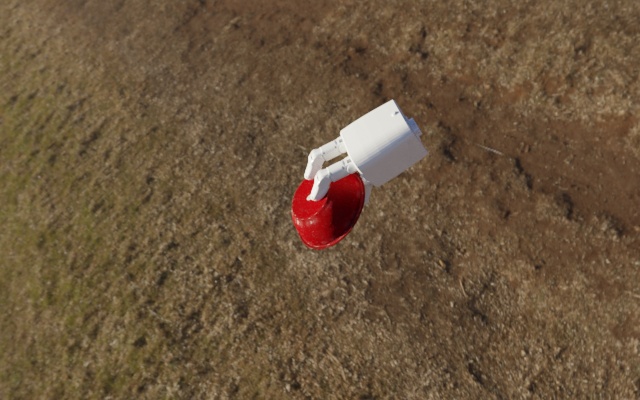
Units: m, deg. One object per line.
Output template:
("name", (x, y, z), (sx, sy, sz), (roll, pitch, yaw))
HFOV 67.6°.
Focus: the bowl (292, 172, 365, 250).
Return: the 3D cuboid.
("bowl", (-0.001, 0.004, 0.850), (0.055, 0.162, 0.162), (32, -21, -38))
